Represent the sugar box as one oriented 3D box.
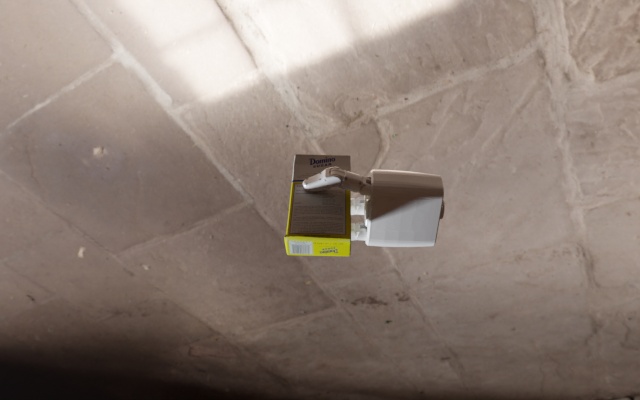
[{"bbox_3d":[0.000,0.003,0.724,0.093,0.048,0.176,2,44,2],"label":"sugar box"}]
